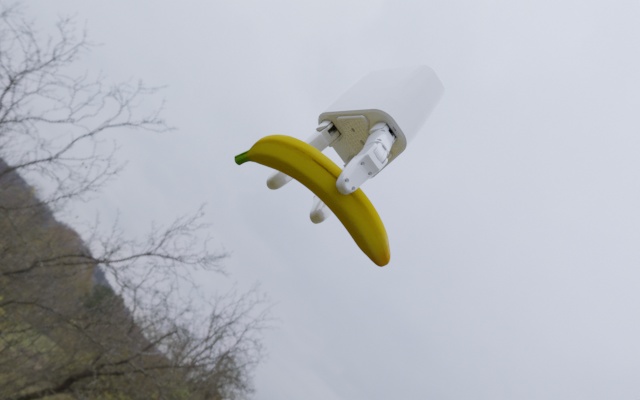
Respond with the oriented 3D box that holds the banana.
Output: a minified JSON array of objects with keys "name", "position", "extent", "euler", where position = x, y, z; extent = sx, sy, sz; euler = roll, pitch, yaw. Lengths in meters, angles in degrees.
[{"name":"banana","position":[0.003,-0.010,0.487],"extent":[0.198,0.037,0.070],"euler":[37,-37,4]}]
